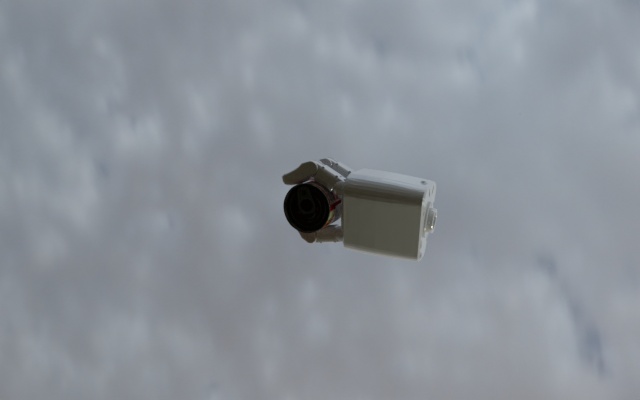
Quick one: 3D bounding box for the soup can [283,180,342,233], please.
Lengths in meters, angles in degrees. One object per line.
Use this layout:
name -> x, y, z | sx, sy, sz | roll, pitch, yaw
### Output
soup can -> 0.000, 0.002, 0.680 | 0.068, 0.068, 0.102 | 0, 10, 23
